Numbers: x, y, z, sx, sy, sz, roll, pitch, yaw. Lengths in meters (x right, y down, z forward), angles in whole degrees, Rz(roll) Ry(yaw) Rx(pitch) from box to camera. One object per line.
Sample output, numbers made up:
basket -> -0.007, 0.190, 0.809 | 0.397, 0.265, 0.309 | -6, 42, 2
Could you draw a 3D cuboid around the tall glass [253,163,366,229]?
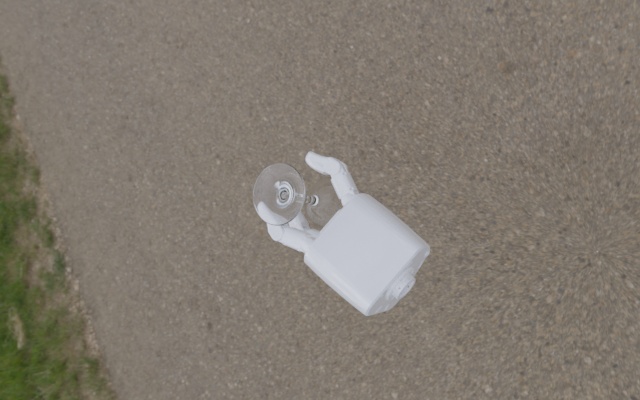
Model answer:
tall glass -> 0.000, 0.002, 0.645 | 0.079, 0.079, 0.201 | 0, -5, 30
